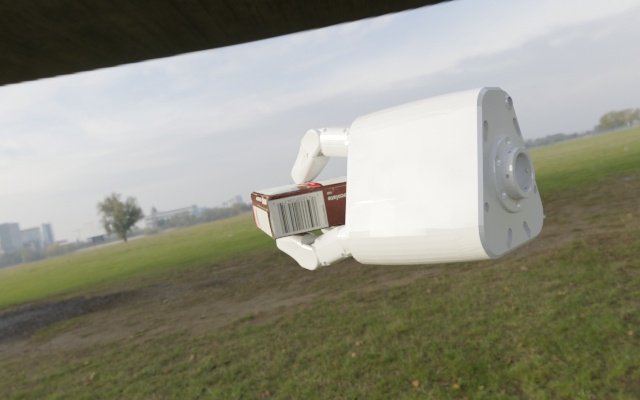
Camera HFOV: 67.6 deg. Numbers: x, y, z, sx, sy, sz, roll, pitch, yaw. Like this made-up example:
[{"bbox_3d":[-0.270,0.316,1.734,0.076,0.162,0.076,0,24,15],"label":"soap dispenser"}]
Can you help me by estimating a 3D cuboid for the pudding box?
[{"bbox_3d":[0.000,0.001,0.431,0.113,0.039,0.090,-10,5,-16],"label":"pudding box"}]
